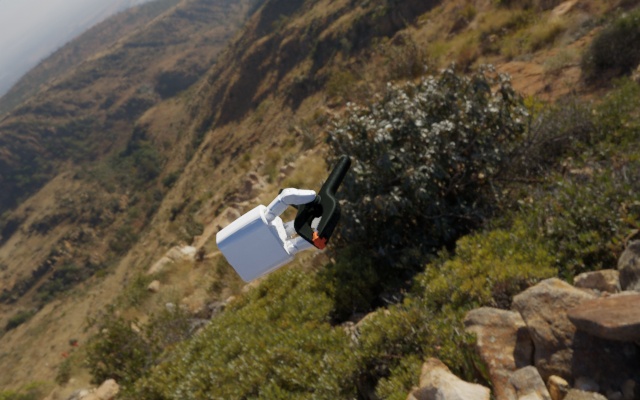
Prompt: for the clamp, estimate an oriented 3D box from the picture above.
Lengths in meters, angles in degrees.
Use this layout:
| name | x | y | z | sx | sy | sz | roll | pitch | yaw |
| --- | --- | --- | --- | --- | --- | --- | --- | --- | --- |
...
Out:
| name | x | y | z | sx | sy | sz | roll | pitch | yaw |
| --- | --- | --- | --- | --- | --- | --- | --- | --- | --- |
| clamp | 0.000 | 0.003 | 0.876 | 0.164 | 0.036 | 0.209 | -32 | 34 | 12 |
